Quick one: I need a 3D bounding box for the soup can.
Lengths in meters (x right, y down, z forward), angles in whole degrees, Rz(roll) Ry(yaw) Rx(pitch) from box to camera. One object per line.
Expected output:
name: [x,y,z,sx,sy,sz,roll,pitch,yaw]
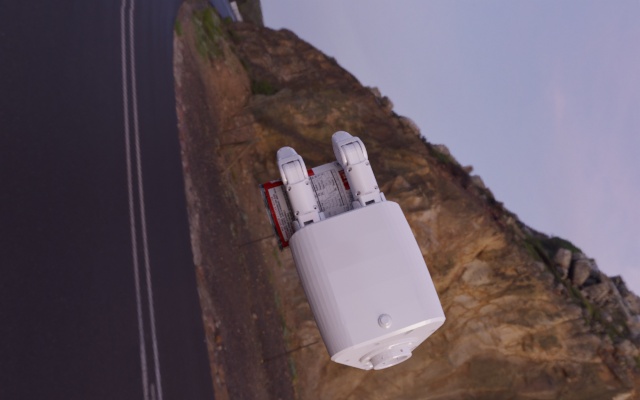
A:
soup can: [0.000,0.001,0.457,0.102,0.068,0.068,-18,1,-4]
